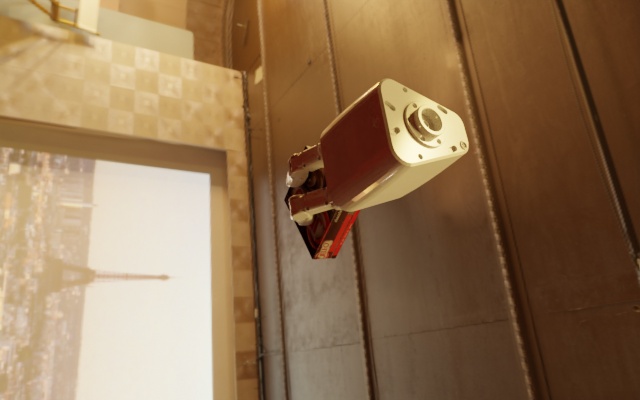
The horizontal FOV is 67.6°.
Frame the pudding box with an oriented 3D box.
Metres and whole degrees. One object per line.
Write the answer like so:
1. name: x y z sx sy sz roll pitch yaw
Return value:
1. pudding box: 0.000 0.002 0.583 0.039 0.090 0.113 5 38 -29
